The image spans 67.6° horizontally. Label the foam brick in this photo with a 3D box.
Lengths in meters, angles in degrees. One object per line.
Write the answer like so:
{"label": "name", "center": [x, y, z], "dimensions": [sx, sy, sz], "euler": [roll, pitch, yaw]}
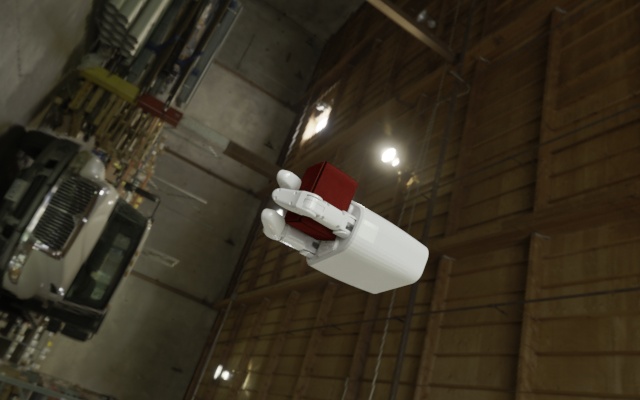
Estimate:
{"label": "foam brick", "center": [0.000, 0.002, 0.566], "dimensions": [0.051, 0.078, 0.053], "euler": [29, -15, -20]}
